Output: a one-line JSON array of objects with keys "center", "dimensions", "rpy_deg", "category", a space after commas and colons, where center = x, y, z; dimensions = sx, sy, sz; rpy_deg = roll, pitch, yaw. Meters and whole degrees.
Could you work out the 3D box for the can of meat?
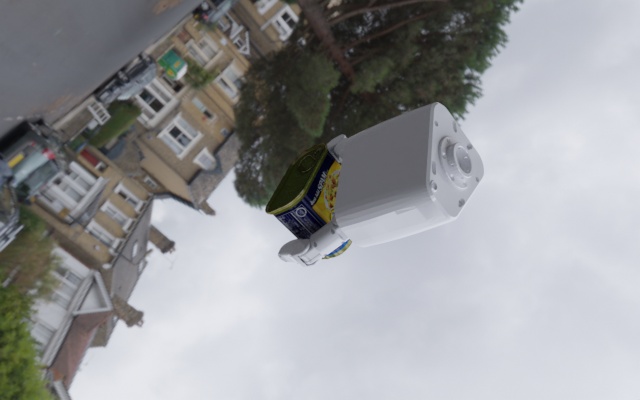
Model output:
[{"center": [0.000, 0.002, 0.523], "dimensions": [0.057, 0.102, 0.084], "rpy_deg": [-22, -60, 41], "category": "can of meat"}]
